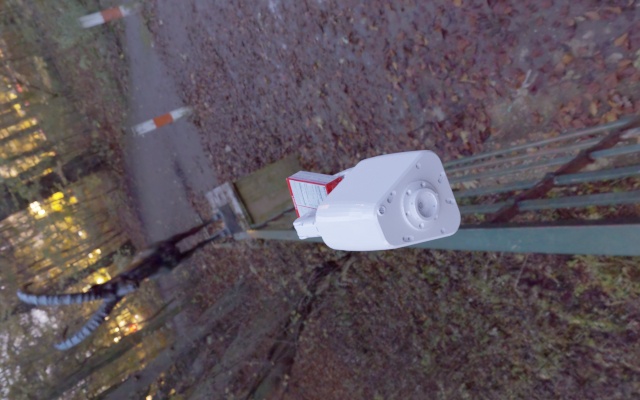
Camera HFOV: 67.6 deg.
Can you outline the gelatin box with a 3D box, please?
[{"bbox_3d":[0.000,0.002,0.627,0.030,0.073,0.089,-31,25,-32],"label":"gelatin box"}]
